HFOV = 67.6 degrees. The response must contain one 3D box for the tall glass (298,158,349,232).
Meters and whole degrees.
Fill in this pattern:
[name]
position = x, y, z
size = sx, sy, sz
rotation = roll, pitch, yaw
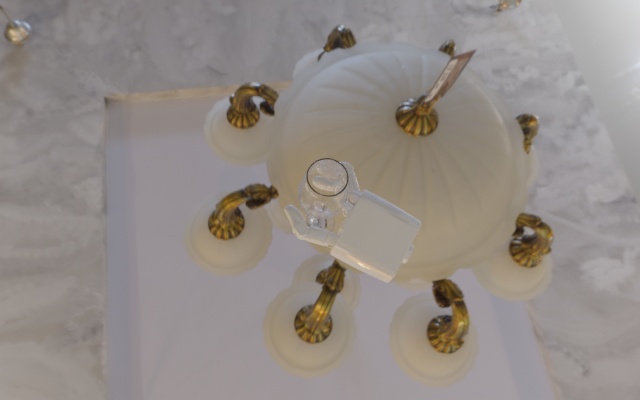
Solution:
[tall glass]
position = 0.000, 0.003, 0.782
size = 0.079, 0.079, 0.201
rotation = 0, -22, -6
